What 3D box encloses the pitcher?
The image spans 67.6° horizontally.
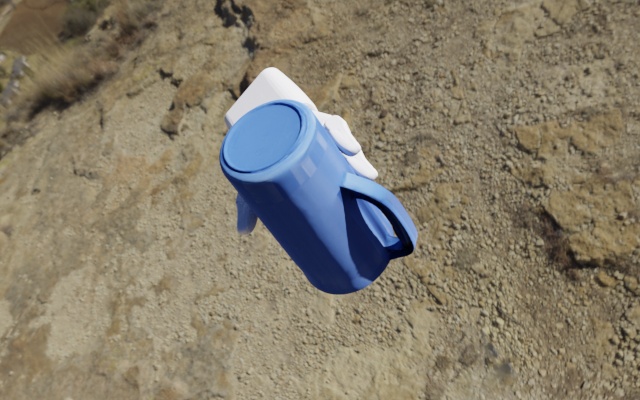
[{"bbox_3d":[0.000,0.002,0.549,0.149,0.145,0.243,-34,-41,1],"label":"pitcher"}]
